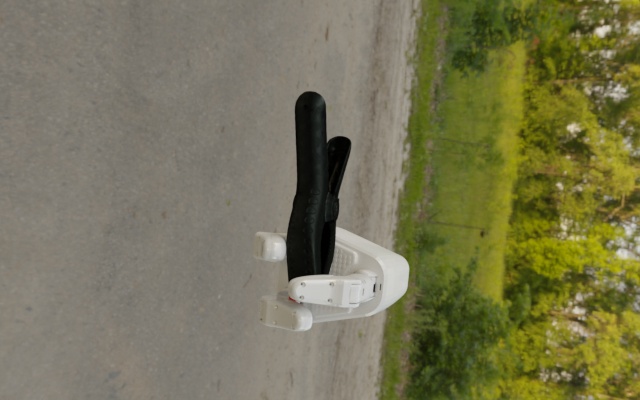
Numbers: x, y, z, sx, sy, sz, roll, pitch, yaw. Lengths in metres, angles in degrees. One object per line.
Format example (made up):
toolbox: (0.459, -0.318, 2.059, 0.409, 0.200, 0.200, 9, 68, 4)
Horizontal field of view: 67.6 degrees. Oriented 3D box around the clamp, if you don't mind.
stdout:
clamp: (0.001, 0.002, 0.425, 0.039, 0.171, 0.120, 6, -1, 23)
